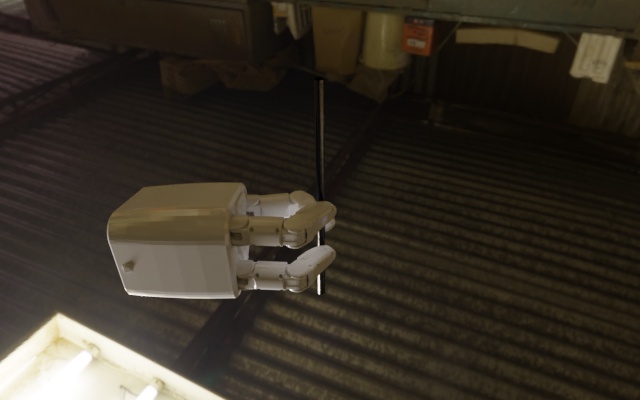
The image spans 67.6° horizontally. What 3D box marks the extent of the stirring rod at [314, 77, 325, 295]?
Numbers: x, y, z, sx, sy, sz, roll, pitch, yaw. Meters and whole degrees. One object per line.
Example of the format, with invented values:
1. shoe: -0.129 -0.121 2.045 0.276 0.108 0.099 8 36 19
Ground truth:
1. stirring rod: 0.000 0.001 0.449 0.011 0.240 0.011 0 35 0
